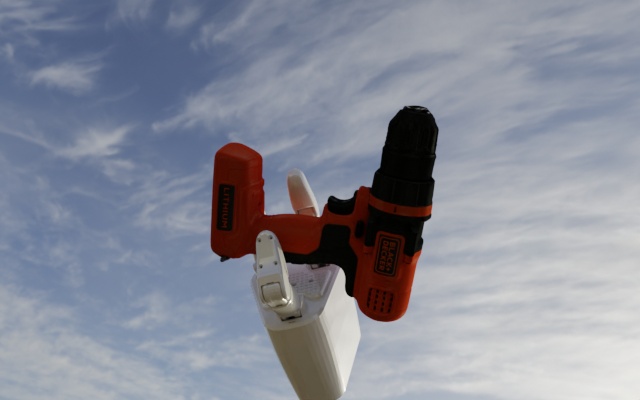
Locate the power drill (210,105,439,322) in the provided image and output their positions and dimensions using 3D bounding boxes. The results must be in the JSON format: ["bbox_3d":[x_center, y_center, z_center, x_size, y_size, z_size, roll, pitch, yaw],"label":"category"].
[{"bbox_3d":[0.000,0.002,0.413,0.187,0.184,0.057,12,16,17],"label":"power drill"}]
